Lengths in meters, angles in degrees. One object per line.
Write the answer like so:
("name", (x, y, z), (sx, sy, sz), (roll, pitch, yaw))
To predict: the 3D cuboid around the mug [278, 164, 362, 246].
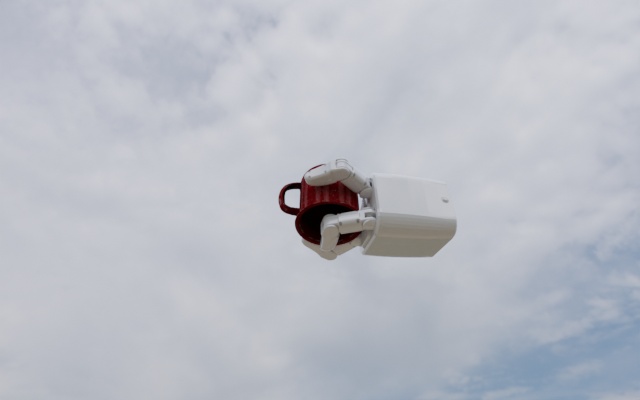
("mug", (-0.001, 0.002, 0.660), (0.117, 0.081, 0.093), (6, -43, -7))
